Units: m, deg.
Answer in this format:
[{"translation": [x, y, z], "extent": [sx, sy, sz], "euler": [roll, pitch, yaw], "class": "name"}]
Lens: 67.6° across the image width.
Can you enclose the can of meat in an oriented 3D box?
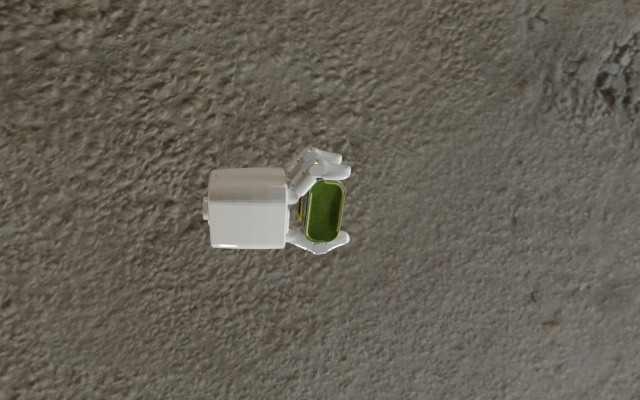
[{"translation": [0.000, 0.003, 0.706], "extent": [0.057, 0.102, 0.084], "euler": [3, 20, -10], "class": "can of meat"}]
